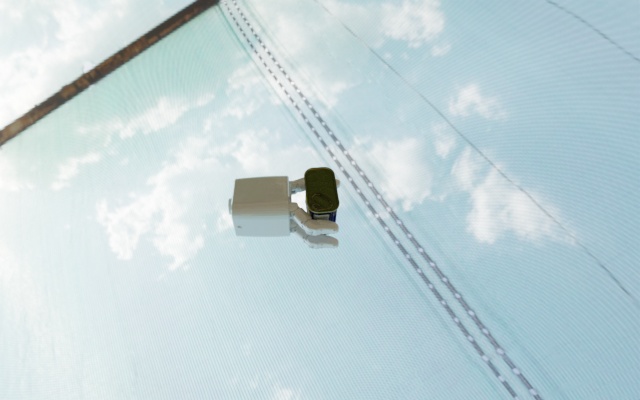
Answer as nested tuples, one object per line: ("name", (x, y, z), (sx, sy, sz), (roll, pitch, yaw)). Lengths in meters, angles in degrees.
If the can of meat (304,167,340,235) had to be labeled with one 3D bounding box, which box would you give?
("can of meat", (0.000, 0.003, 0.893), (0.057, 0.102, 0.084), (-4, -35, -6))
